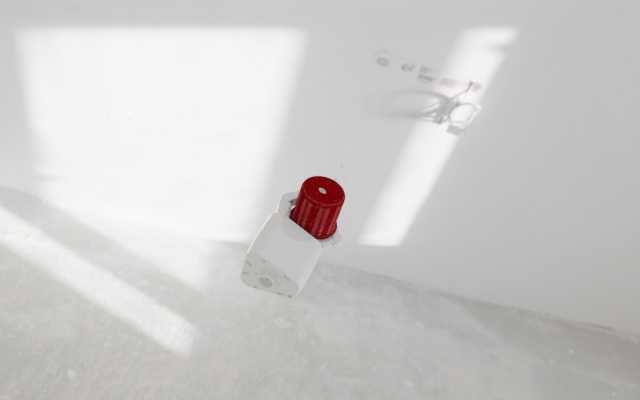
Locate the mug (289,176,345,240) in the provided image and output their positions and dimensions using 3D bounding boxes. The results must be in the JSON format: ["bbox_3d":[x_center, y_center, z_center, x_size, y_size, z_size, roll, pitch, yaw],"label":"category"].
[{"bbox_3d":[0.001,0.002,0.875,0.093,0.082,0.117,23,41,4],"label":"mug"}]
